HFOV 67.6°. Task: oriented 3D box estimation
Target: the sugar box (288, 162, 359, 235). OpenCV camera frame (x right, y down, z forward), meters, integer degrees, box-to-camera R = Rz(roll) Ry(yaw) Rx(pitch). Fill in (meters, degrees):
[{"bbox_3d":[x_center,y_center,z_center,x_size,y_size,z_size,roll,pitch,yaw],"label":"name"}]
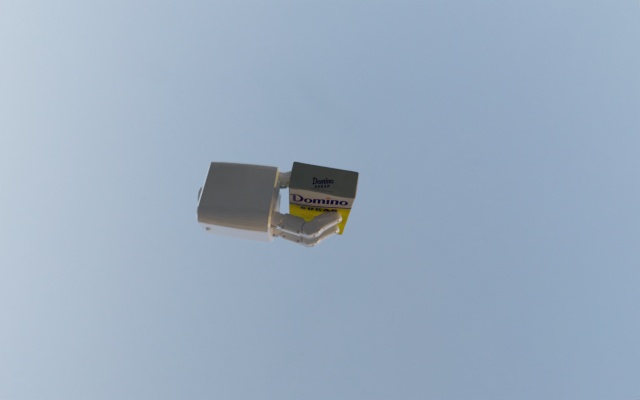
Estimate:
[{"bbox_3d":[0.000,0.003,0.715,0.093,0.048,0.176,9,-18,1],"label":"sugar box"}]
